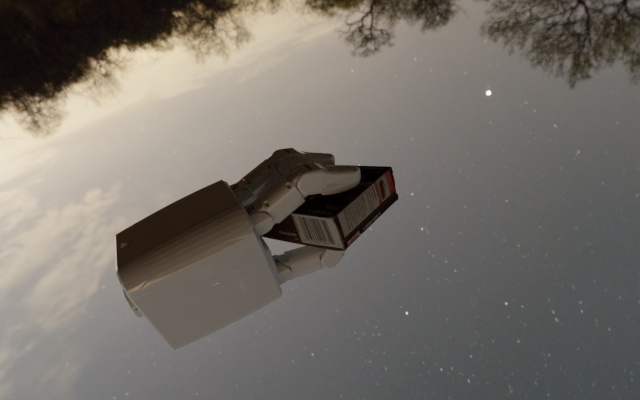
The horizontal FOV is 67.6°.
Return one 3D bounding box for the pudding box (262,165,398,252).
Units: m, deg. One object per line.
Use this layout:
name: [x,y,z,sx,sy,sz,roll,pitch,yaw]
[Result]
pudding box: [0.000,0.002,0.439,0.113,0.039,0.090,8,36,41]
